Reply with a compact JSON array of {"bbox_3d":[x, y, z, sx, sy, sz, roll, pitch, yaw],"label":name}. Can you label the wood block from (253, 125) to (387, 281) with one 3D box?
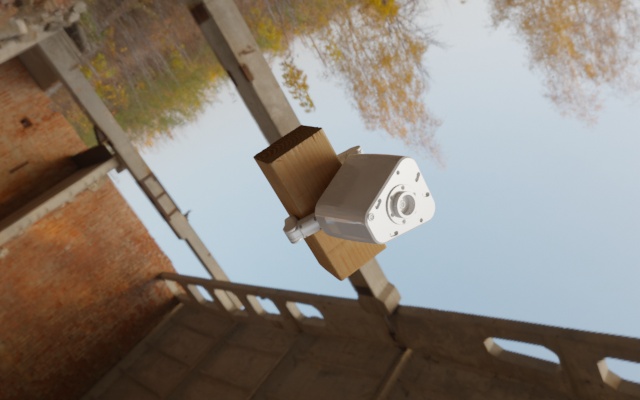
[{"bbox_3d":[0.000,0.003,0.699,0.091,0.206,0.090,-35,22,-12],"label":"wood block"}]
